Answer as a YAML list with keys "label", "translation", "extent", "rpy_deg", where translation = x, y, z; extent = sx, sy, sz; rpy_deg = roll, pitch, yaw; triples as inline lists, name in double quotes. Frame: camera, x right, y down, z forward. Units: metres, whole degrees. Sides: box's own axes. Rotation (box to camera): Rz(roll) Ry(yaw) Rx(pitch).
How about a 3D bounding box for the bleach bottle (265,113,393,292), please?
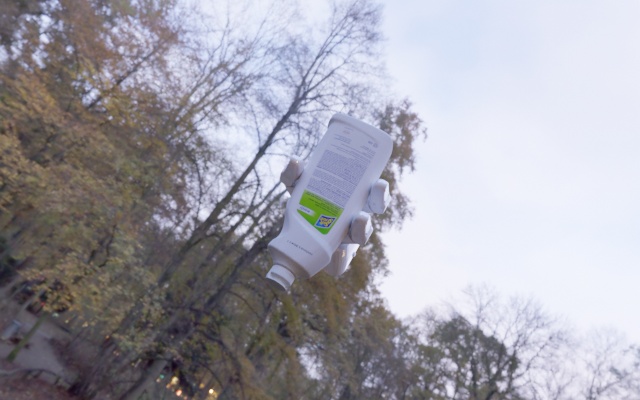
- label: "bleach bottle"
  translation: [0.000, 0.002, 0.623]
  extent: [0.102, 0.250, 0.068]
  rpy_deg: [25, -27, 15]
